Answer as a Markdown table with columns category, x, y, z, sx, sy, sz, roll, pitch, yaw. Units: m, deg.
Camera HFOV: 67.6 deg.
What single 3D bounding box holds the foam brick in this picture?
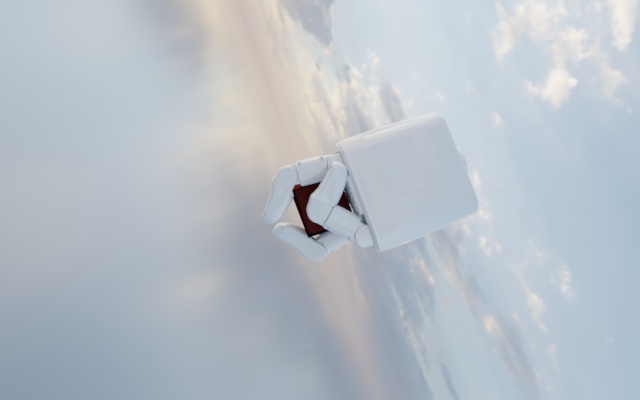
| category | x | y | z | sx | sy | sz | roll | pitch | yaw |
| --- | --- | --- | --- | --- | --- | --- | --- | --- | --- |
| foam brick | 0.000 | 0.002 | 0.513 | 0.051 | 0.053 | 0.078 | -21 | 9 | -2 |
